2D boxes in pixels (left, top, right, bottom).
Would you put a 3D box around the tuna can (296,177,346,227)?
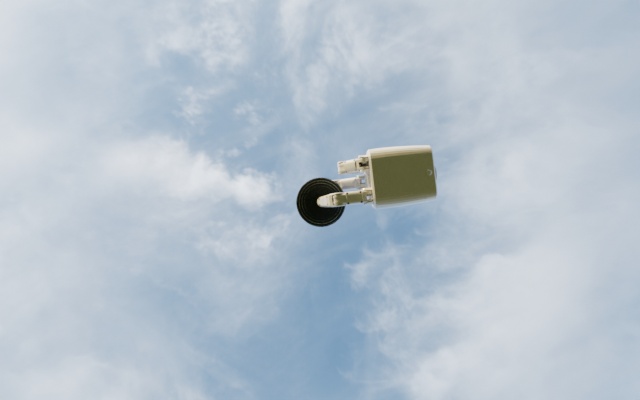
[{"bbox_3d":[0.000,0.003,0.840,0.086,0.086,0.034,0,1,-3],"label":"tuna can"}]
